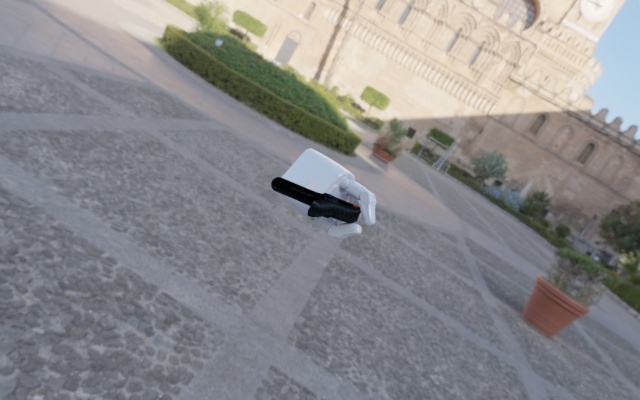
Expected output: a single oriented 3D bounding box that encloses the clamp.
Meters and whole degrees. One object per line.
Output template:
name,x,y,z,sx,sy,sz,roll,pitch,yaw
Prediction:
clamp,0.001,0.002,0.797,0.120,0.039,0.171,39,13,35
